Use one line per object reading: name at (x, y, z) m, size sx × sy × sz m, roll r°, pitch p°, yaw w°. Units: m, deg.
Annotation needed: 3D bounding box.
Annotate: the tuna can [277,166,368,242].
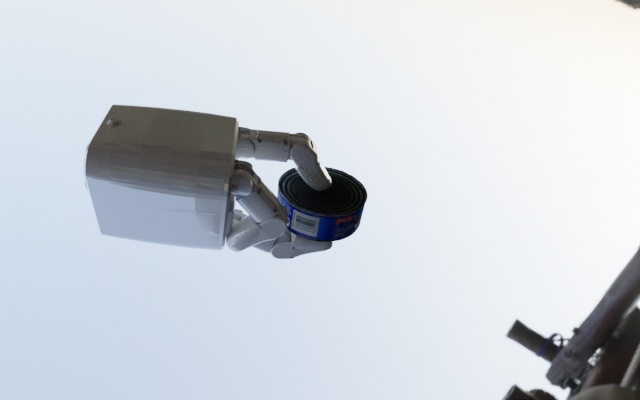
tuna can at (0.000, 0.002, 0.461) m, size 0.086 × 0.034 × 0.086 m, roll 7°, pitch 33°, yaw -5°
